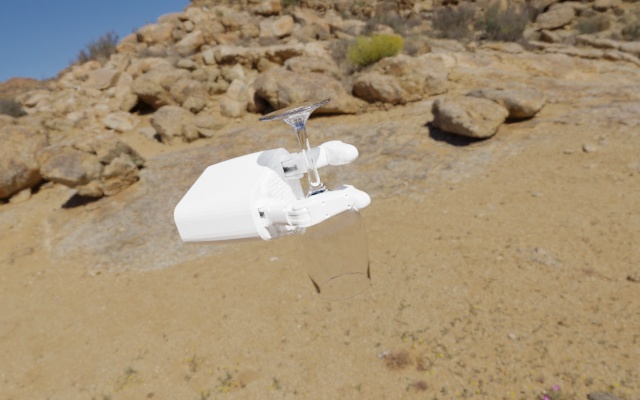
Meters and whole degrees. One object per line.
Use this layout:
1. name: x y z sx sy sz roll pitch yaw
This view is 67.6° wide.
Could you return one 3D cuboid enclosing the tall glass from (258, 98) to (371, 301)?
1. tall glass: 0.000 0.001 0.497 0.079 0.201 0.079 -15 16 4
